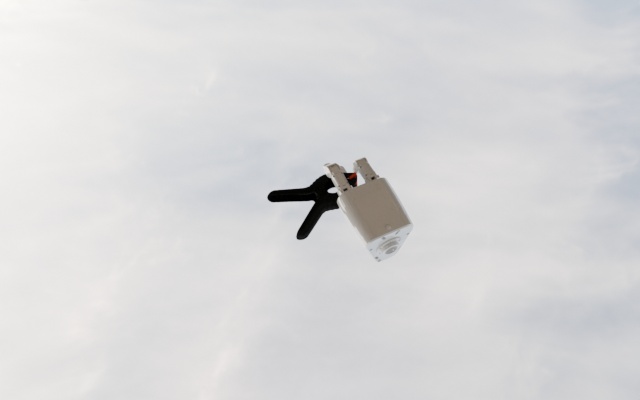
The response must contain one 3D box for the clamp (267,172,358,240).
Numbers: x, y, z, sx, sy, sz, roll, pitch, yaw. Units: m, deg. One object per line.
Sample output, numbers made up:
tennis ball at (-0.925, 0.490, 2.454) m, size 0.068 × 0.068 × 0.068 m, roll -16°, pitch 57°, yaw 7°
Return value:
clamp at (0.000, 0.003, 0.872) m, size 0.171 × 0.120 × 0.039 m, roll -22°, pitch -31°, yaw -11°
